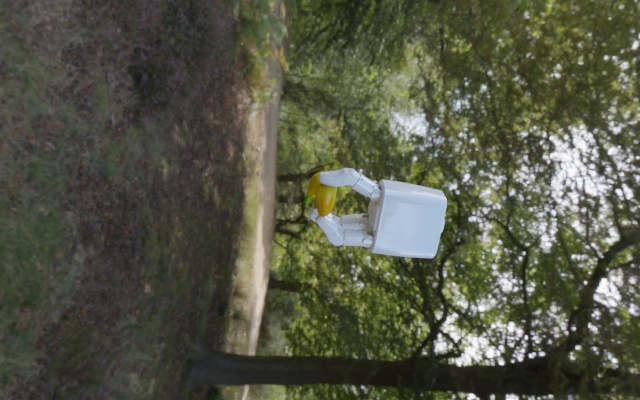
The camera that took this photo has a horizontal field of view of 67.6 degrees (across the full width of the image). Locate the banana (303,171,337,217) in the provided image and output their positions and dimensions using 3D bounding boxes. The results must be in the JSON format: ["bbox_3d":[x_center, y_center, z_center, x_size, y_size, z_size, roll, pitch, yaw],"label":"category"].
[{"bbox_3d":[0.003,-0.016,0.807,0.037,0.069,0.198,11,3,-8],"label":"banana"}]
